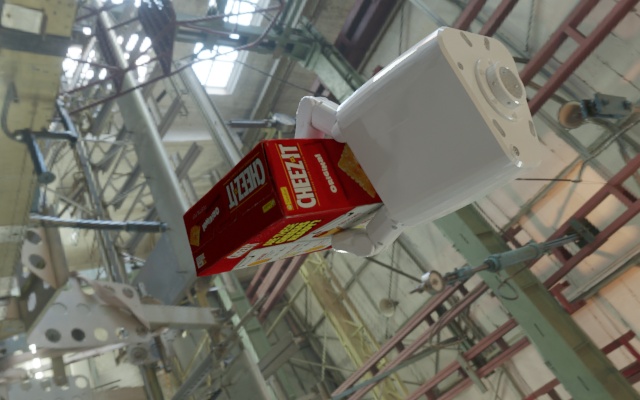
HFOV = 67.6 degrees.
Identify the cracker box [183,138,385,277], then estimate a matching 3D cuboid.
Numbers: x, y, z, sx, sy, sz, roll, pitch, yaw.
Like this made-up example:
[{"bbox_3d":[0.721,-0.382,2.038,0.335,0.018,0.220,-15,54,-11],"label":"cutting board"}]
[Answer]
[{"bbox_3d":[0.000,0.002,0.463,0.213,0.072,0.164,-7,-18,-40],"label":"cracker box"}]
